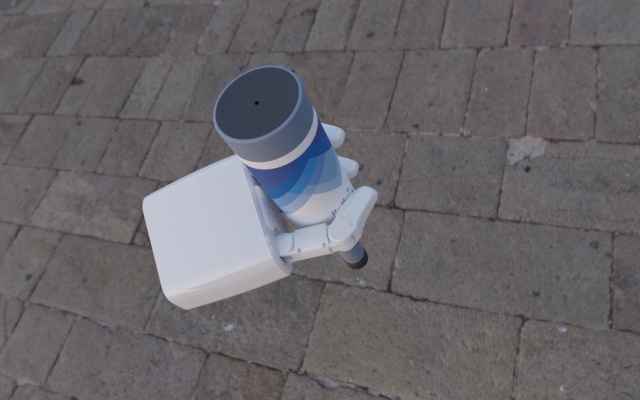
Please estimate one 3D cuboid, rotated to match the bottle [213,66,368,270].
[{"bbox_3d":[0.000,0.001,0.447,0.069,0.069,0.296,0,-28,20],"label":"bottle"}]
